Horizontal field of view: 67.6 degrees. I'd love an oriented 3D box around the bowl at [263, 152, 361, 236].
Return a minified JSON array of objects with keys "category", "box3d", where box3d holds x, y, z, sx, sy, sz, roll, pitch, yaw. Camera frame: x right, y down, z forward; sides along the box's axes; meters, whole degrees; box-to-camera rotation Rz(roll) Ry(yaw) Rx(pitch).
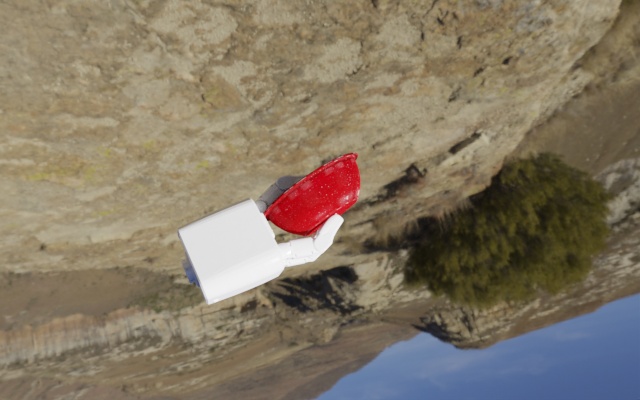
[{"category":"bowl","box3d":[0.001,0.002,0.667,0.162,0.055,0.162,-35,-8,-6]}]
